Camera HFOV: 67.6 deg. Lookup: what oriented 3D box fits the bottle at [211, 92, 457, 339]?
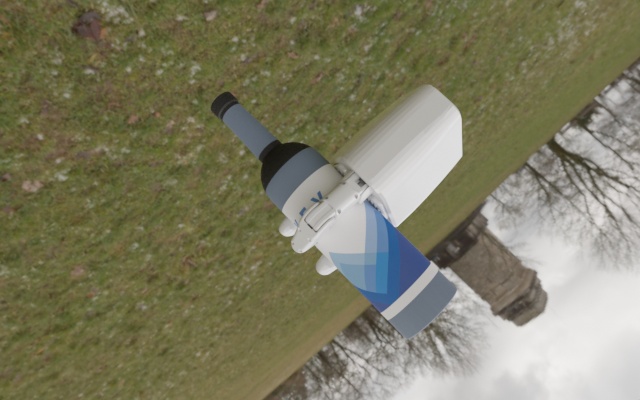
[{"bbox_3d":[0.000,0.002,0.464,0.295,0.069,0.069,45,9,10],"label":"bottle"}]
